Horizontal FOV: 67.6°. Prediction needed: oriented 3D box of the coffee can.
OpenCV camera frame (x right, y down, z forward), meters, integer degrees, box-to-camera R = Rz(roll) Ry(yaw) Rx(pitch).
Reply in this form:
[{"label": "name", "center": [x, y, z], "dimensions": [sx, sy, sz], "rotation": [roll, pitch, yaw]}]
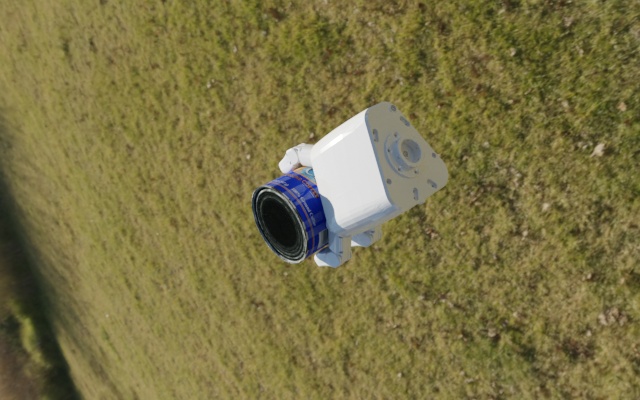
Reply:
[{"label": "coffee can", "center": [0.000, 0.002, 0.601], "dimensions": [0.140, 0.103, 0.103], "rotation": [-29, 17, -34]}]
